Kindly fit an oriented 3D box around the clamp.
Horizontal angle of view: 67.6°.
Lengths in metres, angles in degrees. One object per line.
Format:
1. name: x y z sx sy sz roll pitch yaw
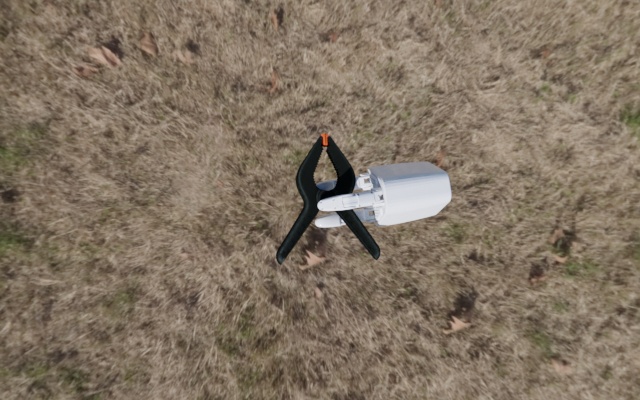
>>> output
1. clamp: 0.000 0.002 0.750 0.164 0.210 0.036 -9 -1 -8
